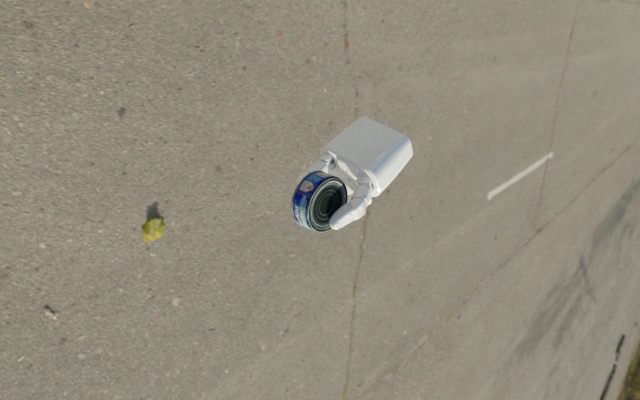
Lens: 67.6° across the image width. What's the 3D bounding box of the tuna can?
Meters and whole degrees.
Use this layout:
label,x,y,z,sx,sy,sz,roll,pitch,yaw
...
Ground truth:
label,x,y,z,sx,sy,sz,roll,pitch,yaw
tuna can,0.000,0.002,0.688,0.033,0.086,0.086,24,15,39
